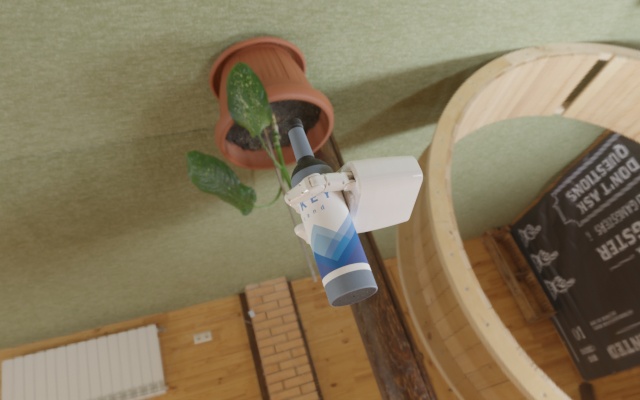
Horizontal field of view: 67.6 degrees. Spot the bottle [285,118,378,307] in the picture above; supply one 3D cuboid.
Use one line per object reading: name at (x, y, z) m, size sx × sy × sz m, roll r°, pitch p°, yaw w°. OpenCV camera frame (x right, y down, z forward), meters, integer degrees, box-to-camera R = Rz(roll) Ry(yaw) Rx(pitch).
bottle at (0.000, 0.002, 0.690) m, size 0.069 × 0.295 × 0.069 m, roll -15°, pitch -26°, yaw -8°
